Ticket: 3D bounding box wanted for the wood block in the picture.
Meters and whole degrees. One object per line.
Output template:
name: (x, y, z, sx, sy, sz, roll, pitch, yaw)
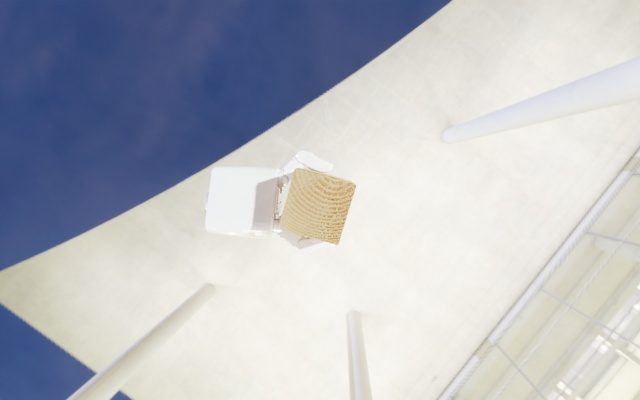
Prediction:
wood block: (0.000, 0.002, 0.756, 0.090, 0.091, 0.206, 16, 4, 1)
